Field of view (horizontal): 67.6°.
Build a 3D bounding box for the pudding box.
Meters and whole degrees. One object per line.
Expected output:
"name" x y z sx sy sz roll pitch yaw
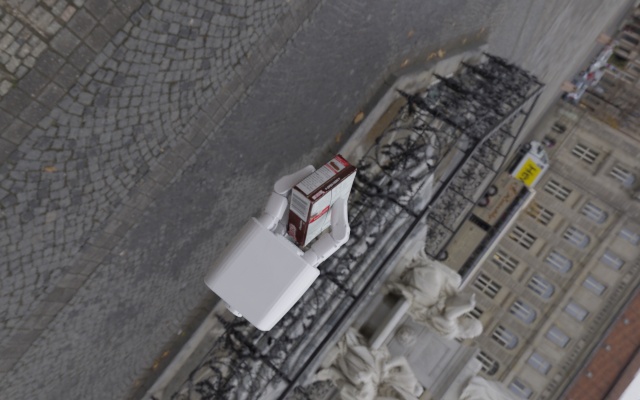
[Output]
"pudding box" 0.000 0.002 0.658 0.090 0.039 0.114 -39 -21 -30
